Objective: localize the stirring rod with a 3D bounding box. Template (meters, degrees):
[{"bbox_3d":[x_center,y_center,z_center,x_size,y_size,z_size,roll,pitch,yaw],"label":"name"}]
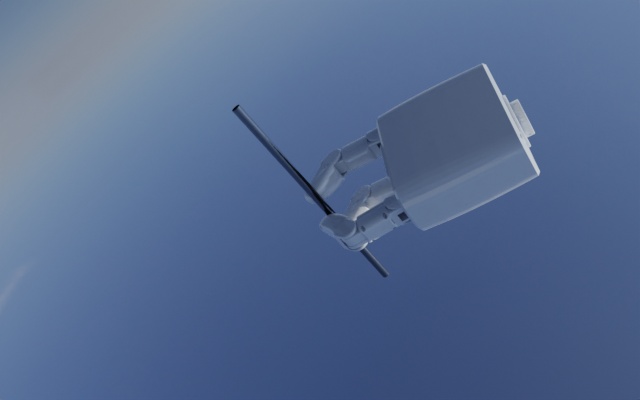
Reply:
[{"bbox_3d":[0.000,0.001,0.453,0.011,0.011,0.240,0,-40,50],"label":"stirring rod"}]
